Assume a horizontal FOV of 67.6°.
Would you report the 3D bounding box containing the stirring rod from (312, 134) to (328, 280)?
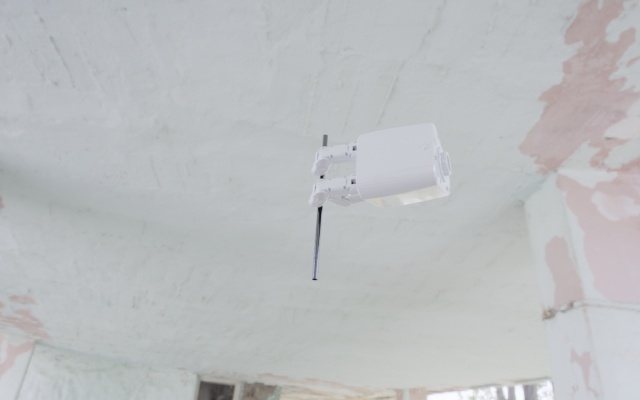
[{"bbox_3d":[0.000,0.002,0.710,0.011,0.239,0.011,3,-28,2],"label":"stirring rod"}]
